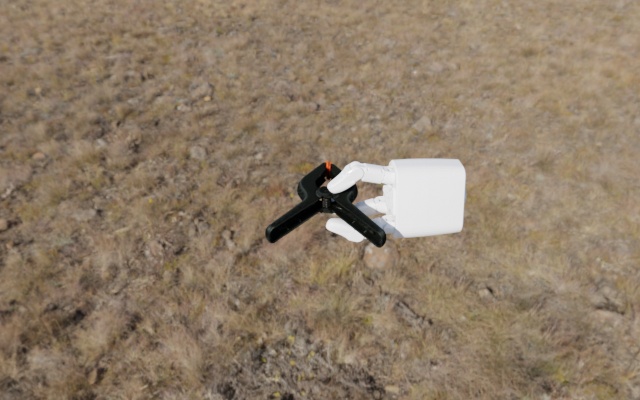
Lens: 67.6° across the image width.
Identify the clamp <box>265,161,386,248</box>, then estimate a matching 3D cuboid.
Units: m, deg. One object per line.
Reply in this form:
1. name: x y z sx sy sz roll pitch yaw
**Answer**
1. clamp: 0.000 0.001 0.721 0.164 0.036 0.209 -1 33 -6
